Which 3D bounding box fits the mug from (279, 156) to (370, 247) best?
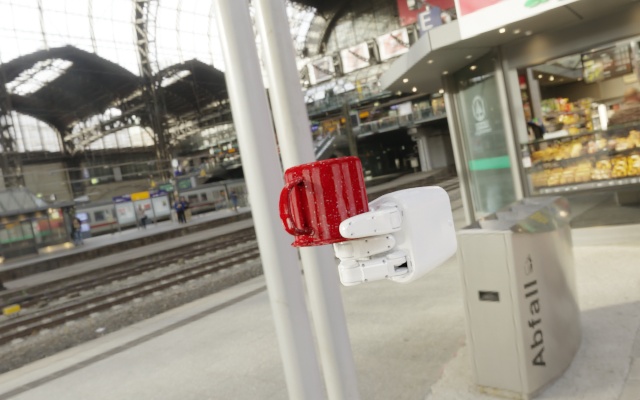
[{"bbox_3d":[-0.001,0.002,0.492,0.093,0.081,0.117,-9,2,42],"label":"mug"}]
